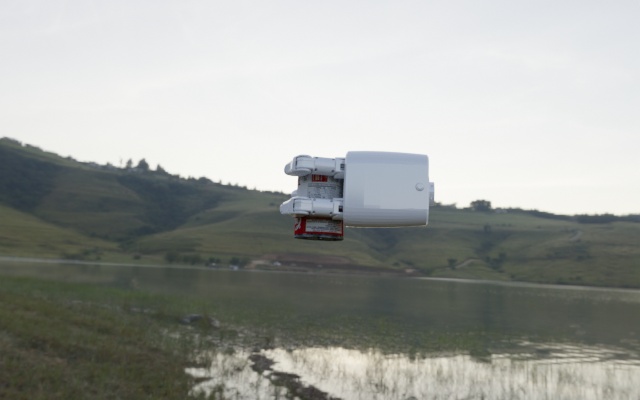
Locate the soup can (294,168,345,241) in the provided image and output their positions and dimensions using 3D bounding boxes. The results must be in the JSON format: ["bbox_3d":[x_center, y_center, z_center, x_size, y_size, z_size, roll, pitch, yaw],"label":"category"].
[{"bbox_3d":[0.000,0.002,0.655,0.068,0.102,0.068,3,-8,0],"label":"soup can"}]
